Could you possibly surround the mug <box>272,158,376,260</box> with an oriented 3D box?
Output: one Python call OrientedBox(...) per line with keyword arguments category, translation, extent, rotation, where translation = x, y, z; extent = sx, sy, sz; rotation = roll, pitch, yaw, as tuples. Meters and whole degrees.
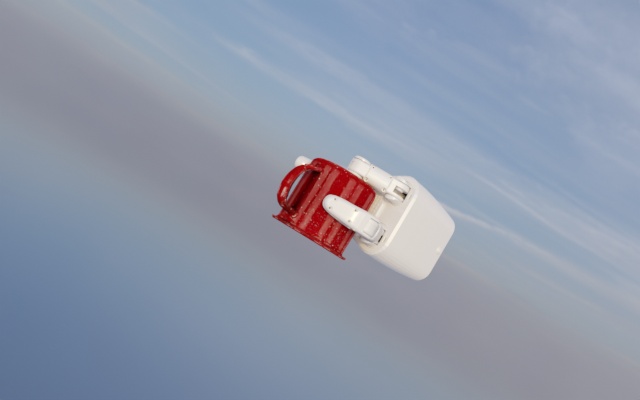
OrientedBox(category="mug", translation=(-0.001, 0.001, 0.514), extent=(0.093, 0.081, 0.117), rotation=(26, -7, 47))
